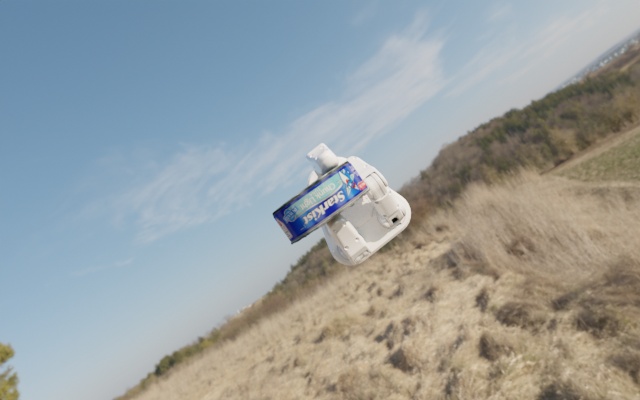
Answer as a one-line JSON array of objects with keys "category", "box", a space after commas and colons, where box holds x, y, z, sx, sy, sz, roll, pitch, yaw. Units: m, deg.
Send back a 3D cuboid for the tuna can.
[{"category": "tuna can", "box": [0.000, 0.001, 0.427, 0.086, 0.034, 0.086, -35, 0, 0]}]
